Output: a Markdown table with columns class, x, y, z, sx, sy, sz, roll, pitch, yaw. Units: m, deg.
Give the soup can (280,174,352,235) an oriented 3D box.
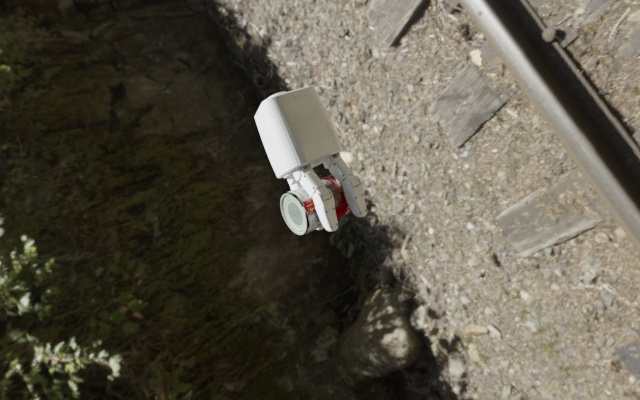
| class | x | y | z | sx | sy | sz | roll | pitch | yaw |
| --- | --- | --- | --- | --- | --- | --- | --- | --- | --- |
| soup can | 0.000 | 0.003 | 0.711 | 0.102 | 0.068 | 0.068 | -24 | 13 | -32 |
